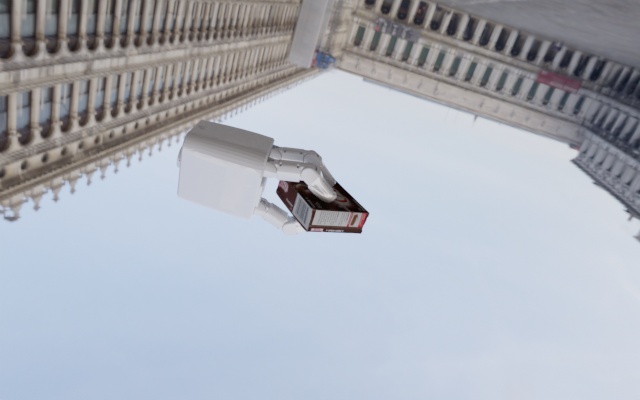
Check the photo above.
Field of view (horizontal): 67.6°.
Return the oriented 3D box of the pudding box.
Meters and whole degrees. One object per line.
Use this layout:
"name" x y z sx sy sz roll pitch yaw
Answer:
"pudding box" 0.000 0.002 0.662 0.090 0.039 0.113 3 28 -31
